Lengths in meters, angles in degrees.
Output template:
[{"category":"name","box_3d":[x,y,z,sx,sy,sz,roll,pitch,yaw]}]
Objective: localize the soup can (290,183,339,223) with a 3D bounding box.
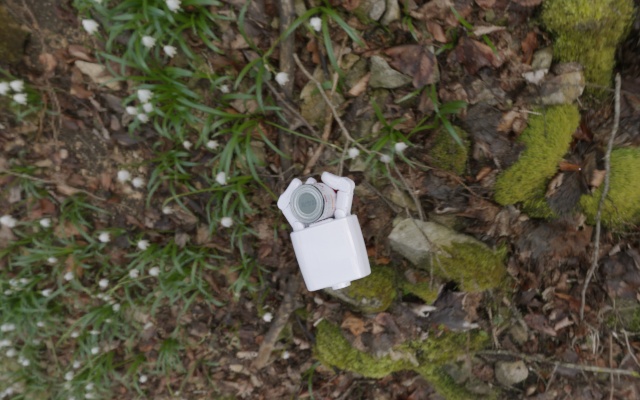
[{"category":"soup can","box_3d":[0.000,0.002,0.834,0.068,0.068,0.102,0,3,28]}]
